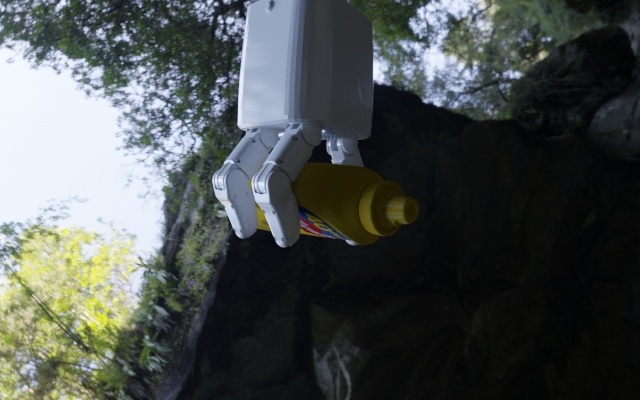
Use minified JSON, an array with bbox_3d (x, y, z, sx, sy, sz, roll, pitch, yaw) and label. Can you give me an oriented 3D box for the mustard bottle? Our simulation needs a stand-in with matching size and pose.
[{"bbox_3d":[0.000,0.002,0.405,0.191,0.058,0.096,4,-23,47],"label":"mustard bottle"}]
